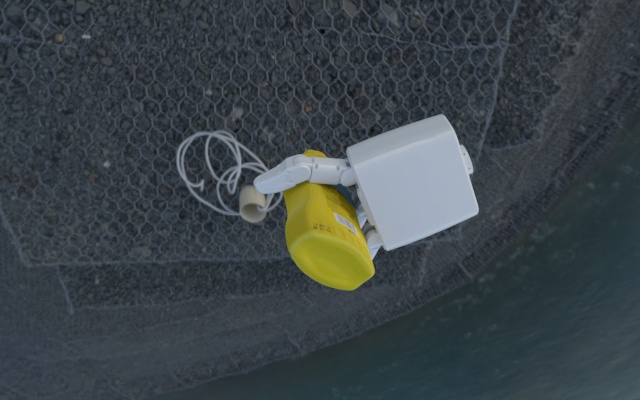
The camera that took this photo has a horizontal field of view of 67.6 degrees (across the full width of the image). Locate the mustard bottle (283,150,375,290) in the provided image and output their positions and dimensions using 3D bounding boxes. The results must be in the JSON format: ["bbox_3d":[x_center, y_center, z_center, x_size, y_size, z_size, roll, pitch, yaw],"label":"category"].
[{"bbox_3d":[0.000,0.002,0.521,0.096,0.191,0.058,35,-64,-31],"label":"mustard bottle"}]
